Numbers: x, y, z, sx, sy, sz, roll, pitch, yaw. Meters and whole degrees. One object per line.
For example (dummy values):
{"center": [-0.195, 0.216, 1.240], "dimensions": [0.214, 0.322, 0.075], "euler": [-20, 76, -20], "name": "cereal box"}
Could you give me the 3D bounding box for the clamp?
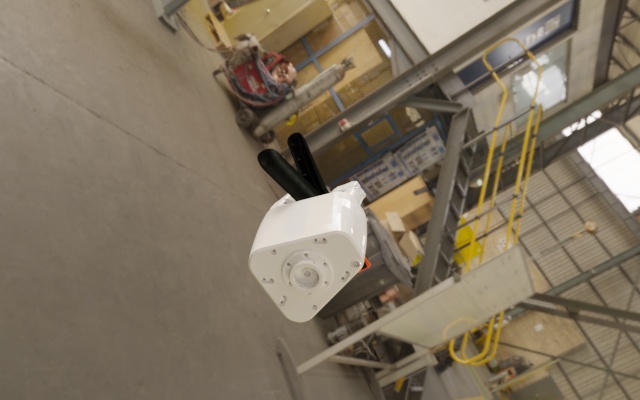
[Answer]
{"center": [0.001, 0.002, 0.628], "dimensions": [0.036, 0.210, 0.164], "euler": [-30, 15, 17], "name": "clamp"}
